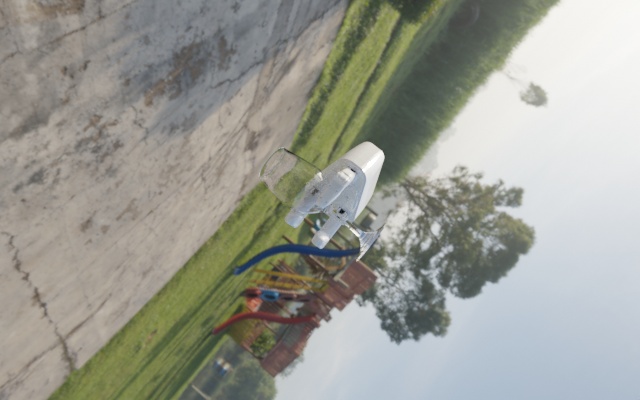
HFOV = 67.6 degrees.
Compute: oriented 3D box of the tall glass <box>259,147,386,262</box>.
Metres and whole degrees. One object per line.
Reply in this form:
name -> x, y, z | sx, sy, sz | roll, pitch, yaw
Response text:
tall glass -> 0.001, 0.003, 0.736 | 0.201, 0.079, 0.079 | 39, 4, 6
